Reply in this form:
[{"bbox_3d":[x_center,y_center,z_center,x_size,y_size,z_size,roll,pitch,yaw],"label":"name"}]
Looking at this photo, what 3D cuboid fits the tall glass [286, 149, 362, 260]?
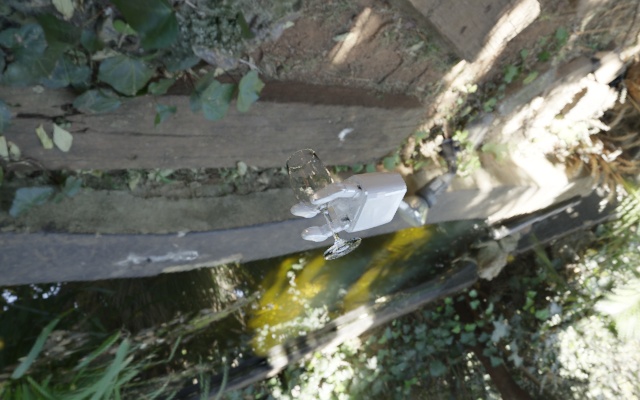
[{"bbox_3d":[0.000,0.003,0.879,0.079,0.201,0.079,-21,-23,-9],"label":"tall glass"}]
